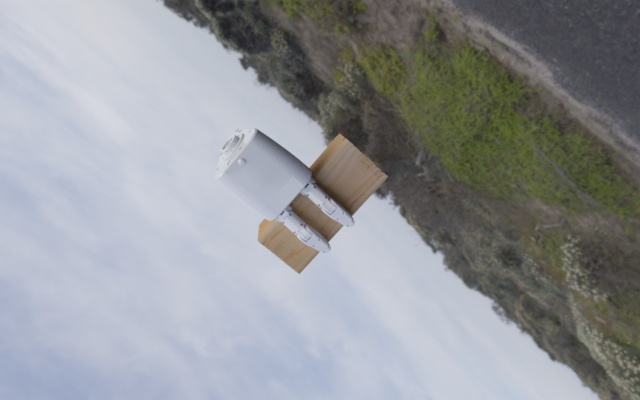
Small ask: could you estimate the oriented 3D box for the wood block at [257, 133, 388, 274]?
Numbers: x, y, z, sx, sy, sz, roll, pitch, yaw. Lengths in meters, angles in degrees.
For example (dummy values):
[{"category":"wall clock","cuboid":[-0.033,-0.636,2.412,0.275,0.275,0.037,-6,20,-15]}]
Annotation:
[{"category":"wood block","cuboid":[0.000,0.002,0.768,0.090,0.206,0.090,40,7,-13]}]
